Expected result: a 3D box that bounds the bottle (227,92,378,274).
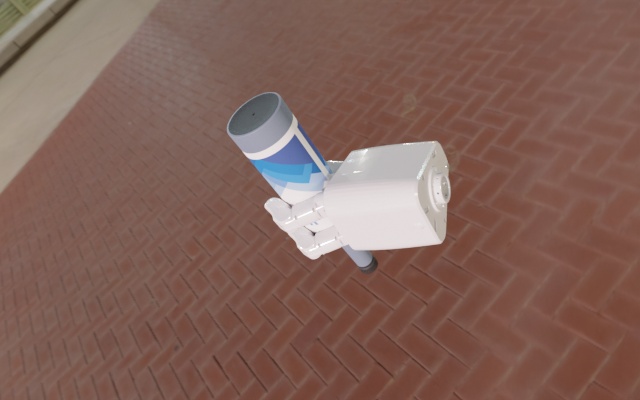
[{"bbox_3d":[0.000,0.002,0.583,0.069,0.069,0.296,0,-38,37],"label":"bottle"}]
